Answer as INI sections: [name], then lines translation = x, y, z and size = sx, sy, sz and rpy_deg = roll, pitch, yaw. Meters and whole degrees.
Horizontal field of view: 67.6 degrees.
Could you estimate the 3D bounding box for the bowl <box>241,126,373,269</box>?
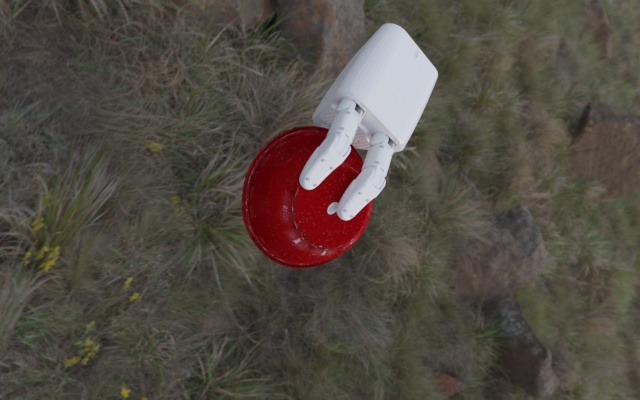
[bowl]
translation = 0.000, 0.003, 0.514
size = 0.162, 0.162, 0.055
rpy_deg = 0, 9, -29
